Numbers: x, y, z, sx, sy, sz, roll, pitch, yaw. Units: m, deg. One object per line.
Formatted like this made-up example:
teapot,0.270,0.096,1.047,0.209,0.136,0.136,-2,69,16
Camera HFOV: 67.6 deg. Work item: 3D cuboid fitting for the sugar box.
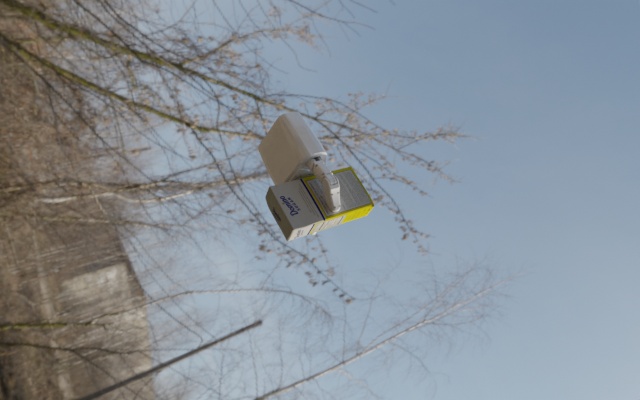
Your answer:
sugar box,0.000,0.003,0.841,0.176,0.093,0.048,-16,-27,-29
